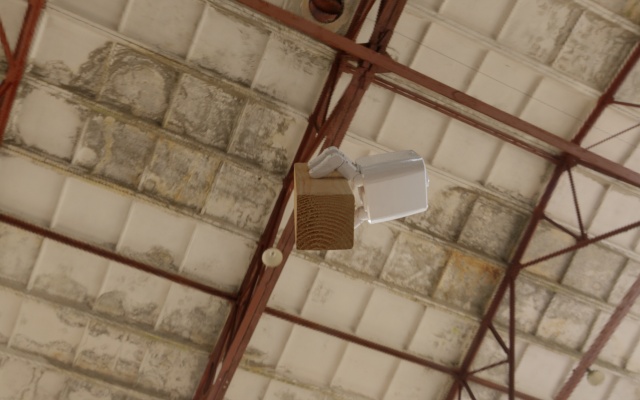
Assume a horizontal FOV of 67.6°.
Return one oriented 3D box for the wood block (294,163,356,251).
[{"bbox_3d":[0.001,0.003,0.809,0.090,0.091,0.206,-1,17,-4],"label":"wood block"}]
